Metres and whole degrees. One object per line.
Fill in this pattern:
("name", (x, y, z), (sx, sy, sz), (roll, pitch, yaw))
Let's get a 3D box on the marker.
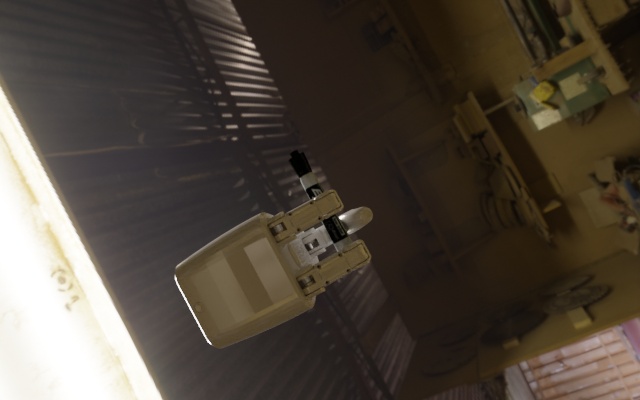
("marker", (0.000, 0.002, 0.500), (0.020, 0.121, 0.020), (-28, -3, -2))
